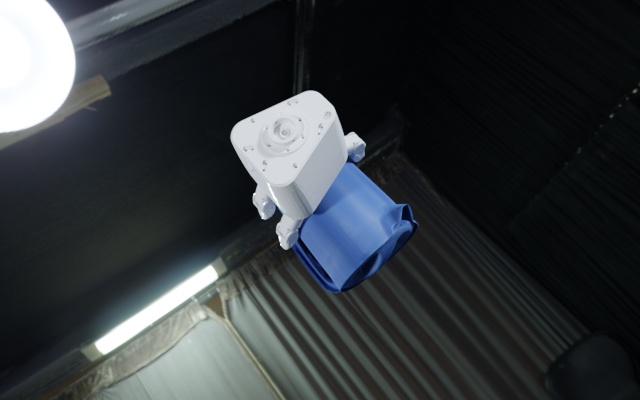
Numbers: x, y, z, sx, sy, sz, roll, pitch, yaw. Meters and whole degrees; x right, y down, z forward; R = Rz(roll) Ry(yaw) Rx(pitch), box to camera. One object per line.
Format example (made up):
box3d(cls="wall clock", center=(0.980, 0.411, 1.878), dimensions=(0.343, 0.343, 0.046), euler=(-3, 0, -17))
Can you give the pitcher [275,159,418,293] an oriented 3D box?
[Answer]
box3d(cls="pitcher", center=(0.000, 0.002, 0.660), dimensions=(0.149, 0.242, 0.145), euler=(-40, -19, -5))
